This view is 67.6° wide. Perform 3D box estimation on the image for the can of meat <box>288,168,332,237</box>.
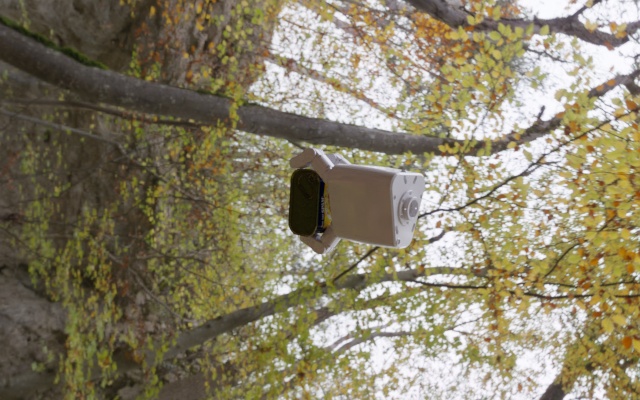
[{"bbox_3d":[0.000,0.003,0.750,0.057,0.102,0.084,6,5,40],"label":"can of meat"}]
